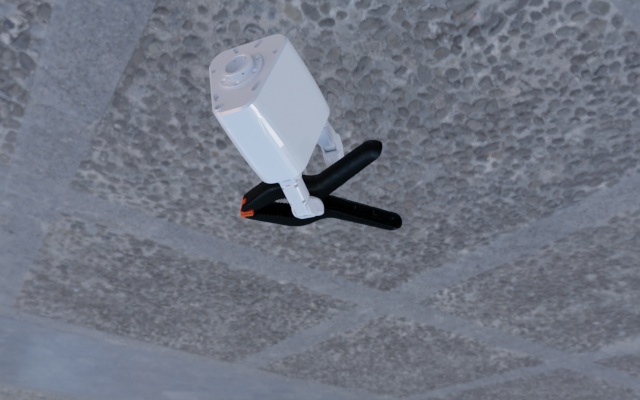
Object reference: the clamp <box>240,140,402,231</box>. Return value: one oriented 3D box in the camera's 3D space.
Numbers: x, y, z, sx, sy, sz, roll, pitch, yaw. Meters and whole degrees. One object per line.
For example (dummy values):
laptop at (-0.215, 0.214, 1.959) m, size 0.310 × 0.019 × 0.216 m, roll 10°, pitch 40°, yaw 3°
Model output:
clamp at (-0.001, 0.003, 0.614) m, size 0.210 × 0.036 × 0.165 m, roll -12°, pitch -40°, yaw 20°
